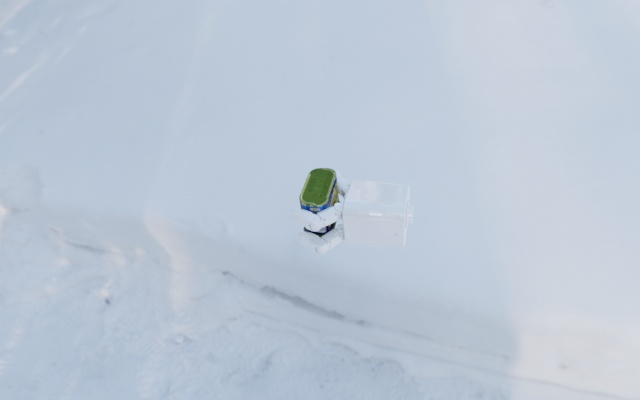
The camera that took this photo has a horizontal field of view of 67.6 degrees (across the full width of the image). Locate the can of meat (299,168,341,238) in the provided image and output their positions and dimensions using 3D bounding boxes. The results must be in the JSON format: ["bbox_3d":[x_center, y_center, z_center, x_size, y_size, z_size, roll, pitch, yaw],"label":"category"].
[{"bbox_3d":[0.000,0.003,0.863,0.057,0.084,0.102,6,46,14],"label":"can of meat"}]
